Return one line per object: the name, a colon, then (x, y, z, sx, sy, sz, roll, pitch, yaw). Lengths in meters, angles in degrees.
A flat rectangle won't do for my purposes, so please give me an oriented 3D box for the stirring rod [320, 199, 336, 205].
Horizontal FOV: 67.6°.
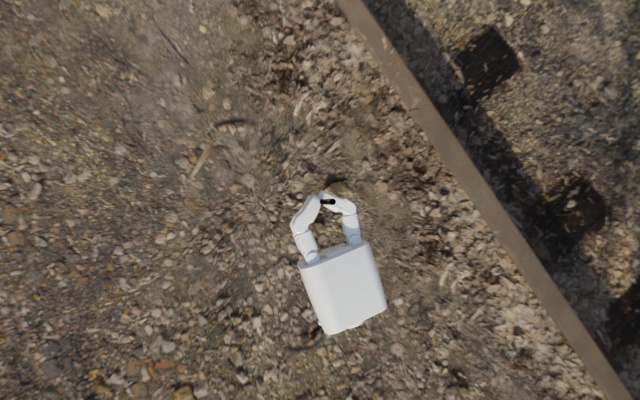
stirring rod: (0.000, 0.002, 0.702, 0.011, 0.011, 0.239, 0, 0, -7)
